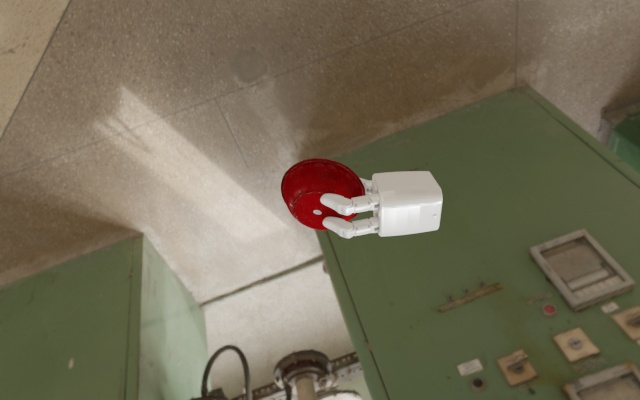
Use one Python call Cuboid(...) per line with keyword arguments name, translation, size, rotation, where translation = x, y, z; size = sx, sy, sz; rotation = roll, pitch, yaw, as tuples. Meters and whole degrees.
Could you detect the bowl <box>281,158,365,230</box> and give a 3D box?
Cuboid(name="bowl", translation=(-0.001, 0.003, 0.877), size=(0.162, 0.162, 0.055), rotation=(0, 41, 12))
